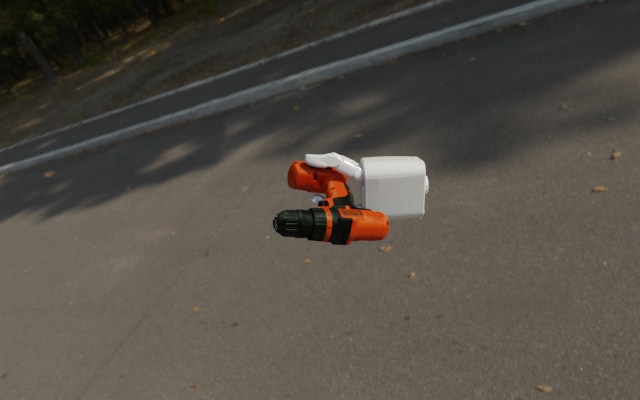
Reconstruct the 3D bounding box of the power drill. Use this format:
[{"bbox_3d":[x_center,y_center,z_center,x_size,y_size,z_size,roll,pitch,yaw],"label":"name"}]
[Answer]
[{"bbox_3d":[0.000,0.002,0.783,0.184,0.057,0.187,5,32,-20],"label":"power drill"}]
